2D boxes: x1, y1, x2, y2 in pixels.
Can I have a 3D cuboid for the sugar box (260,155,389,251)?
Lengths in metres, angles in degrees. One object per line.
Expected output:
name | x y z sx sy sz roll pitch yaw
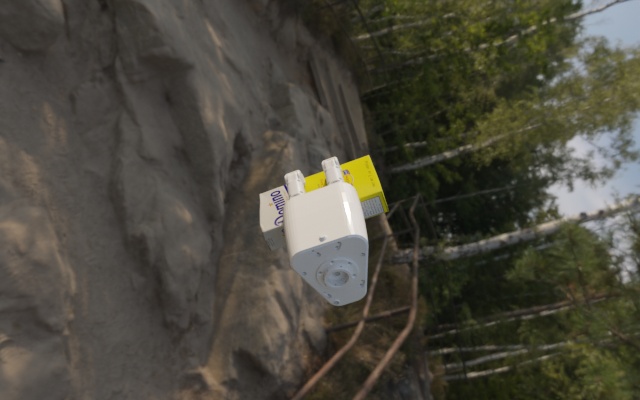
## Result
sugar box | 0.000 0.002 0.686 0.176 0.048 0.093 -18 38 5
